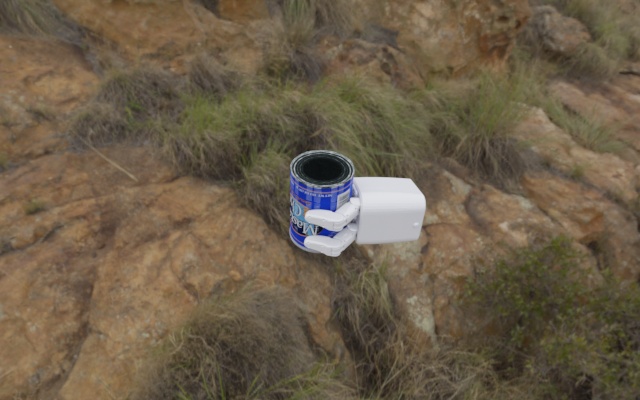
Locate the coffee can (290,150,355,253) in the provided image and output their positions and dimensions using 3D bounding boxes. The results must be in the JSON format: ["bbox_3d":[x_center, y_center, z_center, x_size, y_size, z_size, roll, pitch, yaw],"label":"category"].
[{"bbox_3d":[0.000,0.003,0.795,0.103,0.140,0.102,2,39,-2],"label":"coffee can"}]
